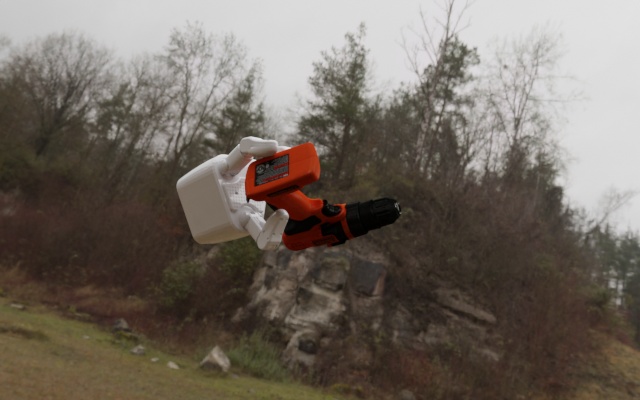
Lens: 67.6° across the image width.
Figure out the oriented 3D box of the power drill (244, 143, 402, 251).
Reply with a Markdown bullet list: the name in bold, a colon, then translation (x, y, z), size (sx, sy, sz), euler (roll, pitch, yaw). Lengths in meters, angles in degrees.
- **power drill**: translation (0.000, 0.002, 0.651), size (0.184, 0.057, 0.188), euler (-18, -38, 19)
